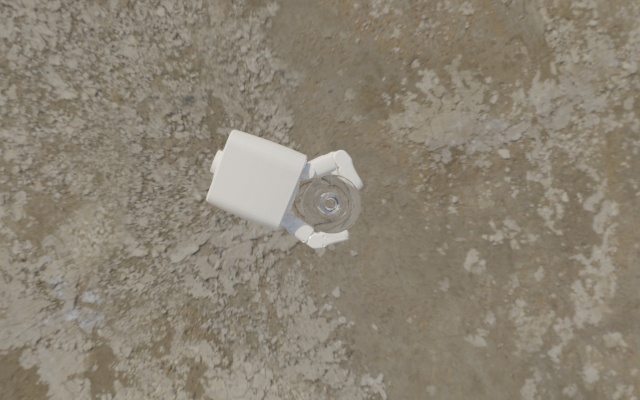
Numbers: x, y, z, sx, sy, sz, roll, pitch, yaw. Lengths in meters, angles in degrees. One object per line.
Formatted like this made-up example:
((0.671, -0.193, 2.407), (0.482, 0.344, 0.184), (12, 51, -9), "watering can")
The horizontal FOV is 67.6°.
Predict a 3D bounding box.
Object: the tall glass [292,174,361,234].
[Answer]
((0.000, 0.002, 0.689), (0.079, 0.079, 0.201), (0, 1, -8), "tall glass")
